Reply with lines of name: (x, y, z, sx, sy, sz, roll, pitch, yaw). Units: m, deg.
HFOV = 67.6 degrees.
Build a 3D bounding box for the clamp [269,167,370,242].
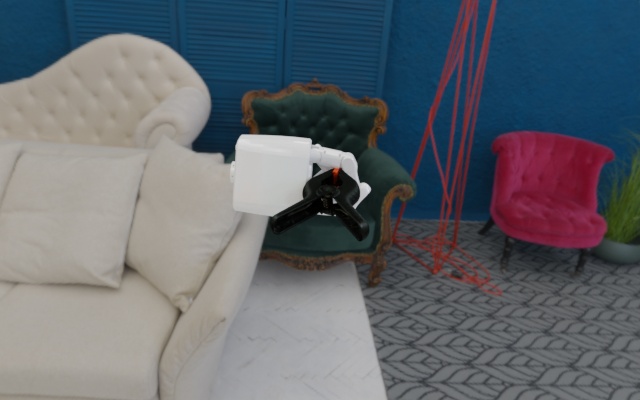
clamp: (0.000, 0.001, 0.631, 0.120, 0.039, 0.171, 5, 25, -1)
